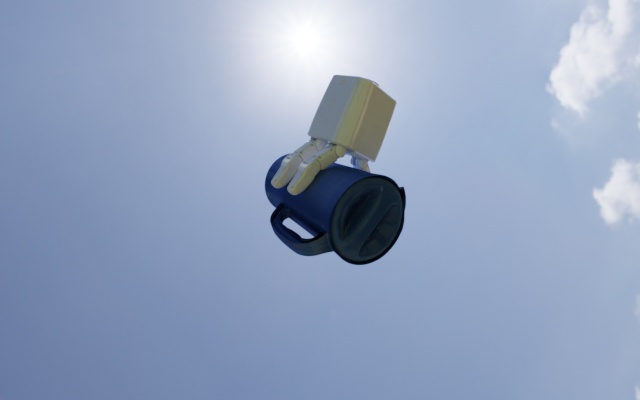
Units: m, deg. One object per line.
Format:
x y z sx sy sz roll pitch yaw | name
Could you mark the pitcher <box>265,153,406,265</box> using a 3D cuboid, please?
0.000 0.002 0.752 0.149 0.145 0.242 19 4 -36 | pitcher
